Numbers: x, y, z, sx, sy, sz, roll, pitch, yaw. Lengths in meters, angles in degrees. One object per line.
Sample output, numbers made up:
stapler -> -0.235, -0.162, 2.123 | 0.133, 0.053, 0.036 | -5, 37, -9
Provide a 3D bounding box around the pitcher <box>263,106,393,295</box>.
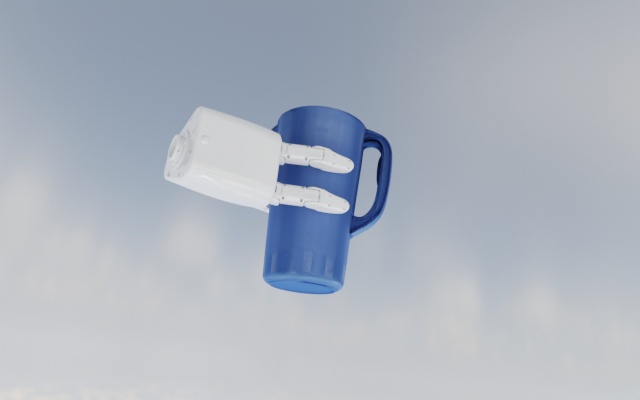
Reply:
pitcher -> 0.000, 0.002, 0.663 | 0.145, 0.242, 0.149 | 20, -23, -33
